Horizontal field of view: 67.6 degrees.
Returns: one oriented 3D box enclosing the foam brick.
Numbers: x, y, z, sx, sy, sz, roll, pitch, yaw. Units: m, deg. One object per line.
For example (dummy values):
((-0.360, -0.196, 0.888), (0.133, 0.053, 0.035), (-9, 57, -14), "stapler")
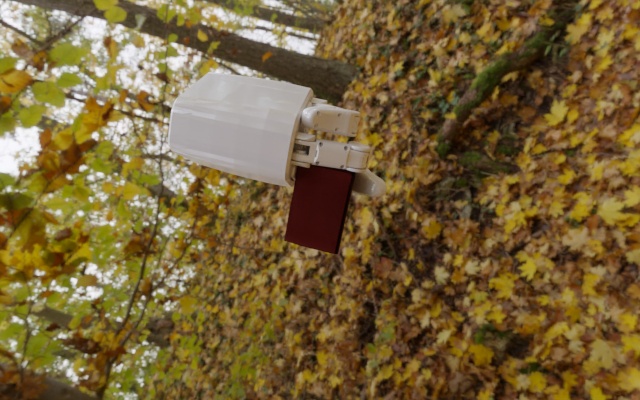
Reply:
((0.000, 0.002, 0.448), (0.051, 0.078, 0.053), (11, 14, 1), "foam brick")
